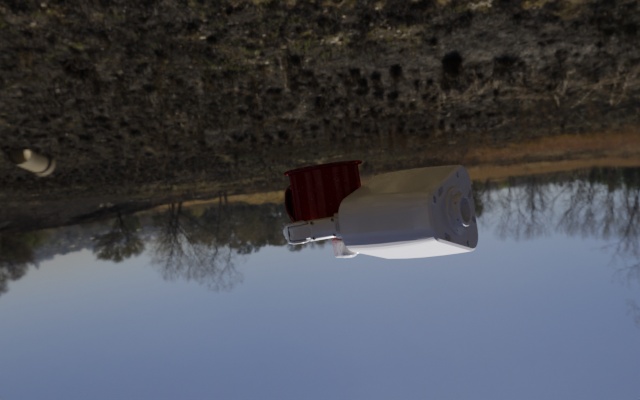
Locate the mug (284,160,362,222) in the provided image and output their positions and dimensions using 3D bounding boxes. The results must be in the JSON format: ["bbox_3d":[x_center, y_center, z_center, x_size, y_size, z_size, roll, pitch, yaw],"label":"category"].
[{"bbox_3d":[-0.001,0.002,0.570,0.117,0.081,0.093,-9,0,41],"label":"mug"}]
